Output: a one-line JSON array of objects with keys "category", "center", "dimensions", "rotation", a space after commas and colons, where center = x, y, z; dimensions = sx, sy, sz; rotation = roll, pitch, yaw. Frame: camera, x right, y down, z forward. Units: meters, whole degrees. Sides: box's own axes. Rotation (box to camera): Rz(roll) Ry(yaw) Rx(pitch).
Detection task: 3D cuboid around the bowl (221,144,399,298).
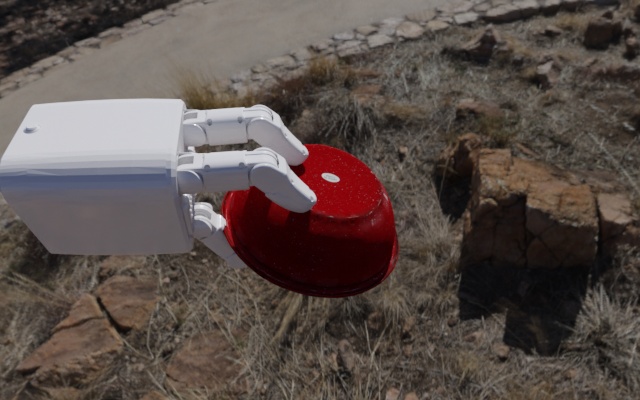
[{"category": "bowl", "center": [0.001, 0.001, 0.406], "dimensions": [0.162, 0.055, 0.162], "rotation": [12, 40, -10]}]
